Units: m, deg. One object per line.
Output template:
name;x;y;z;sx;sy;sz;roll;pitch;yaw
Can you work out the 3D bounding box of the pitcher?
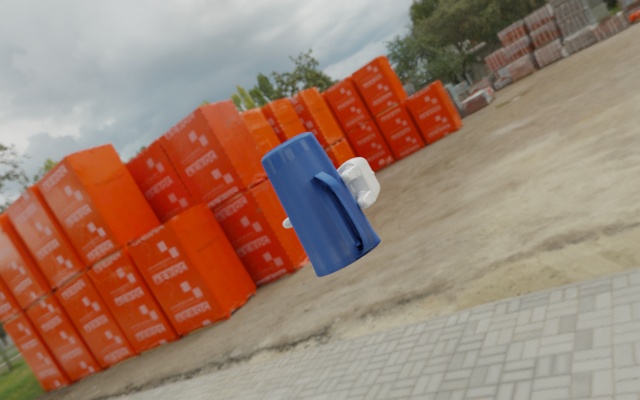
pitcher;0.000;0.003;0.853;0.149;0.243;0.145;-28;3;22
